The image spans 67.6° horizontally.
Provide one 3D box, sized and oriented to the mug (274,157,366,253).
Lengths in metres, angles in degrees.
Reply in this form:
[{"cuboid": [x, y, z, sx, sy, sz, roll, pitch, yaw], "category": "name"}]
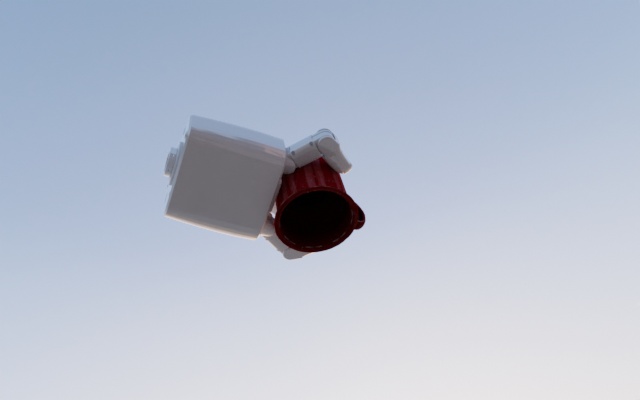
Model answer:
[{"cuboid": [0.001, 0.002, 0.554, 0.117, 0.093, 0.081, 16, 32, -22], "category": "mug"}]
